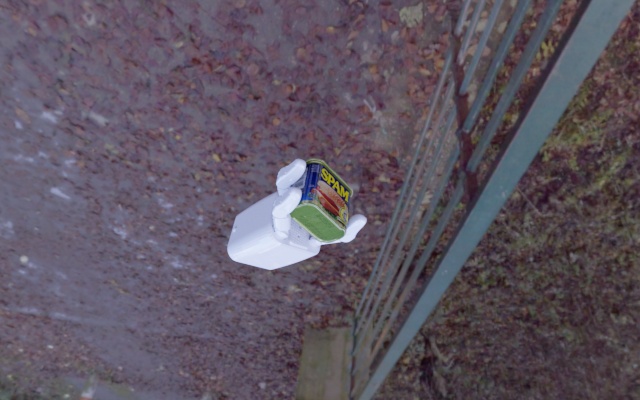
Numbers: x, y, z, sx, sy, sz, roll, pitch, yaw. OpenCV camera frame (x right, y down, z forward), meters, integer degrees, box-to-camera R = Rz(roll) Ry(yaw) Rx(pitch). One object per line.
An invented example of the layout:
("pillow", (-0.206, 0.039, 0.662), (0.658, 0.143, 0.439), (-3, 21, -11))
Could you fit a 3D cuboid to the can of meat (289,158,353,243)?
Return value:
("can of meat", (0.000, 0.003, 0.710), (0.057, 0.084, 0.102), (-21, -48, 32))
